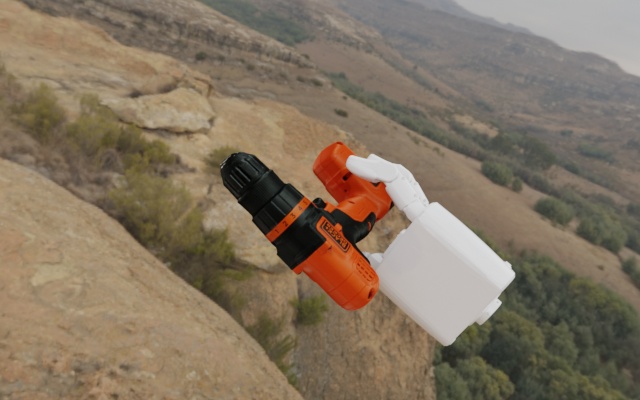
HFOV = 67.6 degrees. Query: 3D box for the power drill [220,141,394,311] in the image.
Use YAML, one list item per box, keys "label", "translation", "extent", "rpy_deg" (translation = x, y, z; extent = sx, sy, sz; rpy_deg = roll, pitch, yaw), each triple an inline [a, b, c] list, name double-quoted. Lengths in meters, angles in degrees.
- label: "power drill"
  translation: [0.000, 0.002, 0.497]
  extent: [0.057, 0.184, 0.187]
  rpy_deg: [-40, 5, 31]
